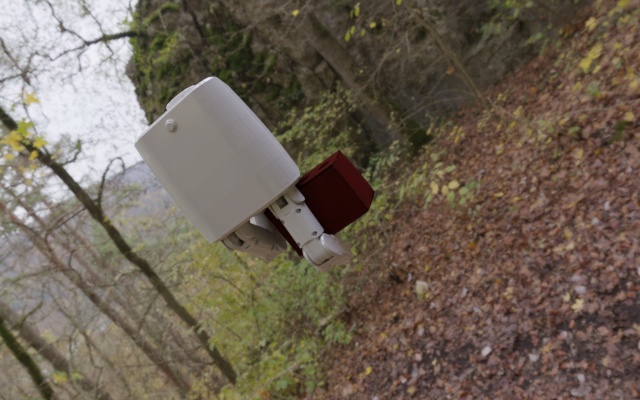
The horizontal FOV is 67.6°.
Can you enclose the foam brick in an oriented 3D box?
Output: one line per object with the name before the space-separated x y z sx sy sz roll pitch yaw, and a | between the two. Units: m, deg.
foam brick | 0.000 0.001 0.420 0.078 0.051 0.053 -35 9 19
